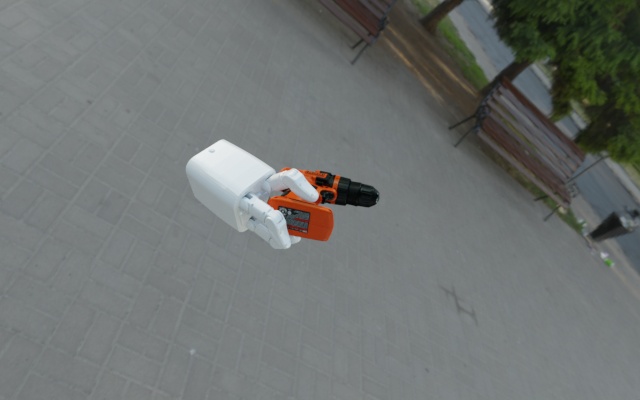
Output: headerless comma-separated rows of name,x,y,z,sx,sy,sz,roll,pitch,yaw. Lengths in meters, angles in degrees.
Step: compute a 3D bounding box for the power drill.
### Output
power drill,0.000,0.003,0.788,0.184,0.057,0.187,10,20,8
